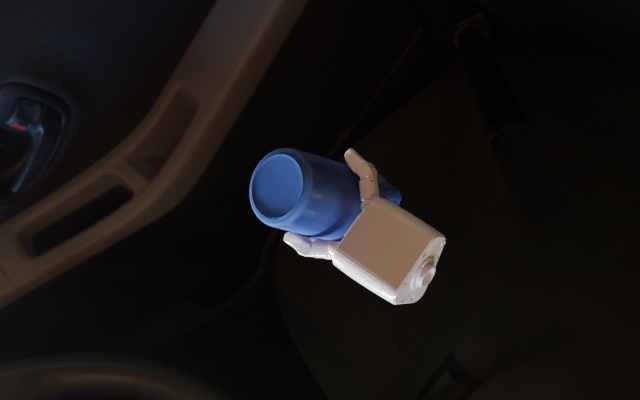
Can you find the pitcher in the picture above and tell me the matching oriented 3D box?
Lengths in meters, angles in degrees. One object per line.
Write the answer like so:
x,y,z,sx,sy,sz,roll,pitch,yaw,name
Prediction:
0.000,0.002,0.730,0.145,0.149,0.243,34,11,34,pitcher
